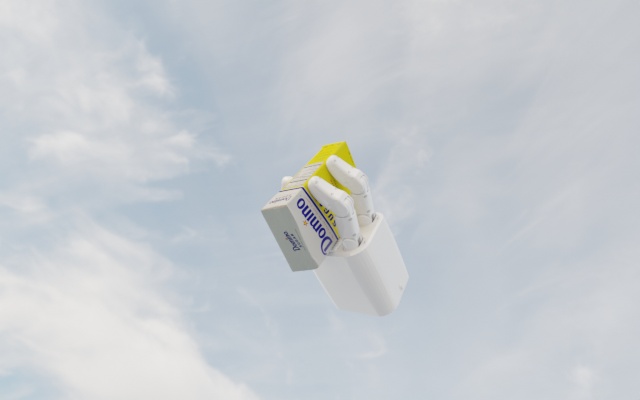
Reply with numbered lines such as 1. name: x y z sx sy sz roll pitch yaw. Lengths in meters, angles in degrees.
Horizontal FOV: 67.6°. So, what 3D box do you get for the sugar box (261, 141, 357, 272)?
1. sugar box: 0.001 0.002 0.618 0.048 0.093 0.176 -11 25 31
